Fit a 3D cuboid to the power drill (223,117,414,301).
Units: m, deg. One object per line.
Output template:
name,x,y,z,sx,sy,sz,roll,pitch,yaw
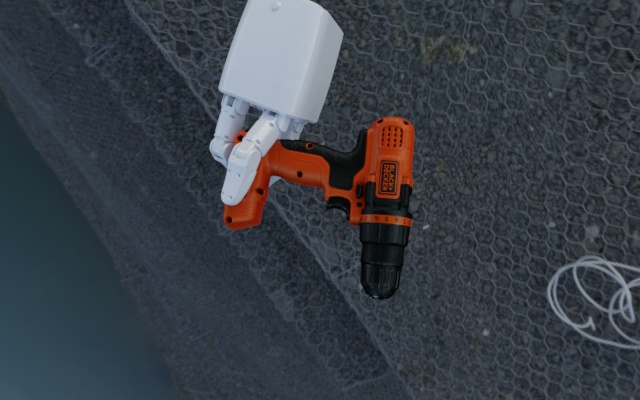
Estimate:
power drill,0.000,0.001,0.491,0.187,0.184,0.057,5,-9,6
